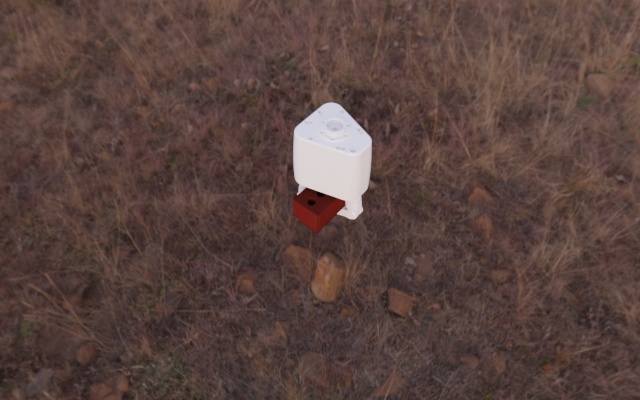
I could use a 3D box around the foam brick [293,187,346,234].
[{"bbox_3d":[0.000,0.003,0.771,0.053,0.078,0.051,35,-28,21],"label":"foam brick"}]
